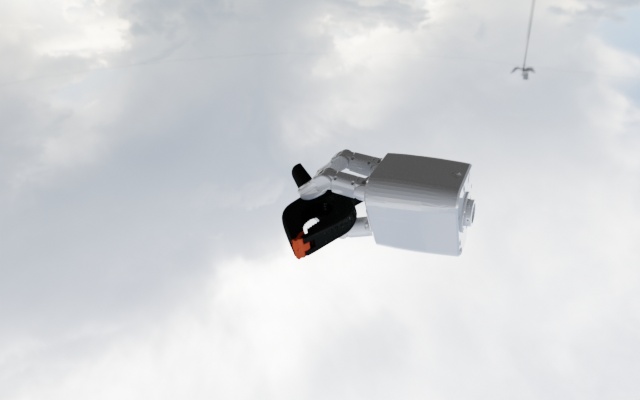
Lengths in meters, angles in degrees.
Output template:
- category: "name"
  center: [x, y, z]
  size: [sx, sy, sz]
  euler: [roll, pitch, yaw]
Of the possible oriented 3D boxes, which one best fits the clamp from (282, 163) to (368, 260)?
- category: "clamp"
  center: [0.000, 0.003, 0.625]
  size: [0.164, 0.036, 0.210]
  euler: [6, 32, 27]
